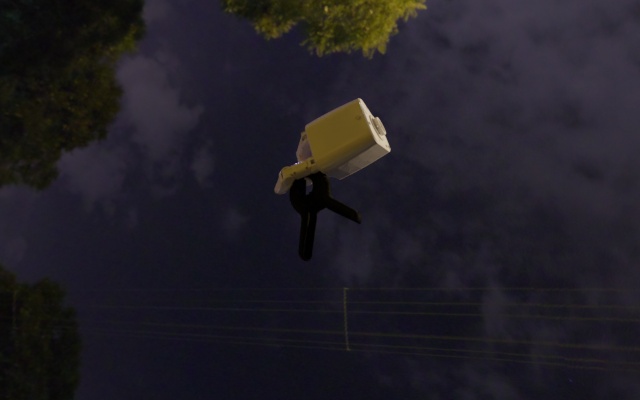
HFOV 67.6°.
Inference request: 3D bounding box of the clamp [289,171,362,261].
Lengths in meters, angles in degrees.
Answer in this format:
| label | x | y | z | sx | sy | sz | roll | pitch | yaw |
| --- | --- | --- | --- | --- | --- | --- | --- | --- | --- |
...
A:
| label | x | y | z | sx | sy | sz | roll | pitch | yaw |
| --- | --- | --- | --- | --- | --- | --- | --- | --- | --- |
| clamp | 0.000 | 0.003 | 0.784 | 0.120 | 0.171 | 0.039 | -27 | -31 | 18 |
